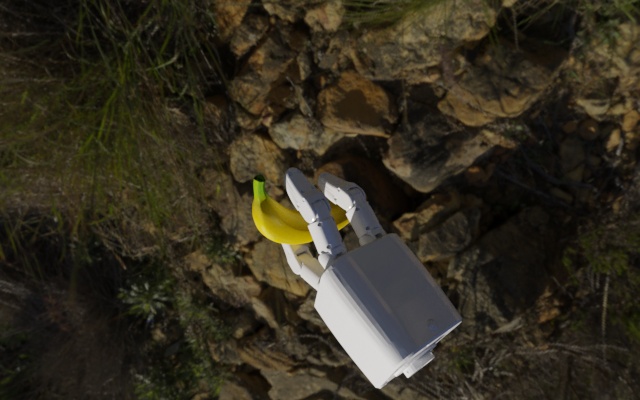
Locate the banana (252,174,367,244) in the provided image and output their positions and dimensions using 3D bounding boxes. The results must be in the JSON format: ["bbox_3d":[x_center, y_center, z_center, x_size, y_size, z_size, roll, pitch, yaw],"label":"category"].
[{"bbox_3d":[-0.011,0.017,0.528,0.037,0.070,0.198,42,20,29],"label":"banana"}]
